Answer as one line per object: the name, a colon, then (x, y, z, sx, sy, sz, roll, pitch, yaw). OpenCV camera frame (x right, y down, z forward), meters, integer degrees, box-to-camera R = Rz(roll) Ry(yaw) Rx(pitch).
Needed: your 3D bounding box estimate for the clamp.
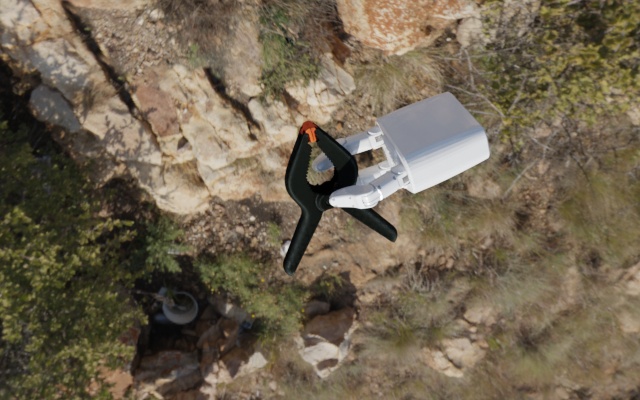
clamp: (0.000, 0.002, 0.616, 0.164, 0.210, 0.036, -24, 31, -2)
